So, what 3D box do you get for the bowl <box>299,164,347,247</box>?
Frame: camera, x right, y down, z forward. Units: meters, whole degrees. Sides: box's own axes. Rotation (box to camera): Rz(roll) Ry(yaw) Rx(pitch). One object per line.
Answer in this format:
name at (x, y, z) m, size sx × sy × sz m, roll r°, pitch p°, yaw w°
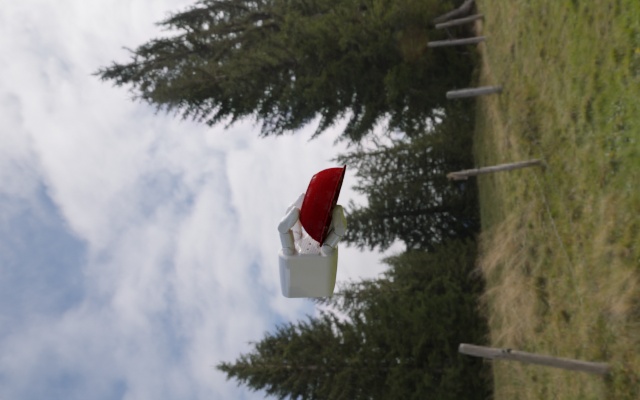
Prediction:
bowl at (0.000, 0.002, 0.888) m, size 0.055 × 0.162 × 0.162 m, roll 18°, pitch 1°, yaw 5°
